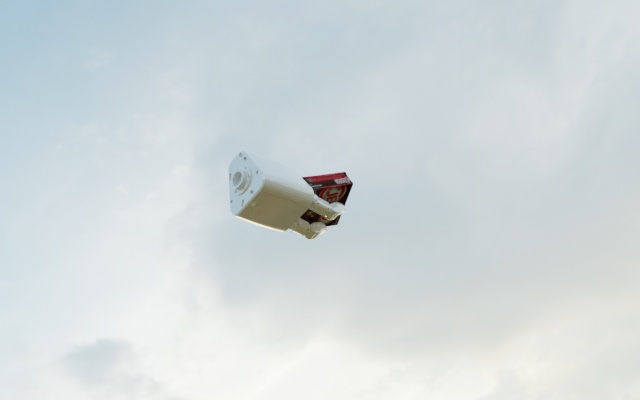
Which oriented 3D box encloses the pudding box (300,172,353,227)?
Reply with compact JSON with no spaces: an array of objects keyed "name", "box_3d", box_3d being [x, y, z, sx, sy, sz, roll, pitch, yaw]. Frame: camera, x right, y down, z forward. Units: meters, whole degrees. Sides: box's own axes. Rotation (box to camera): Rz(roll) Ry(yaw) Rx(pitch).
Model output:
[{"name":"pudding box","box_3d":[0.000,0.003,0.866,0.090,0.039,0.114,-8,-39,-26]}]
